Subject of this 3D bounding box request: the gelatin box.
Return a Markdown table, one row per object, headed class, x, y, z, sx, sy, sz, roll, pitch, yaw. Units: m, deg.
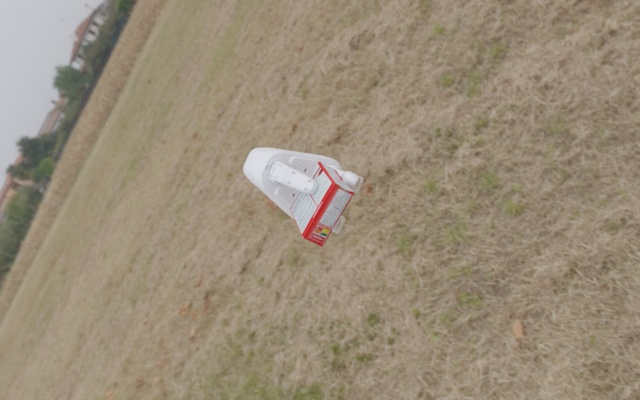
| class | x | y | z | sx | sy | sz | roll | pitch | yaw |
| --- | --- | --- | --- | --- | --- | --- | --- | --- | --- |
| gelatin box | 0.000 | 0.002 | 0.563 | 0.030 | 0.073 | 0.089 | 26 | 13 | -21 |
